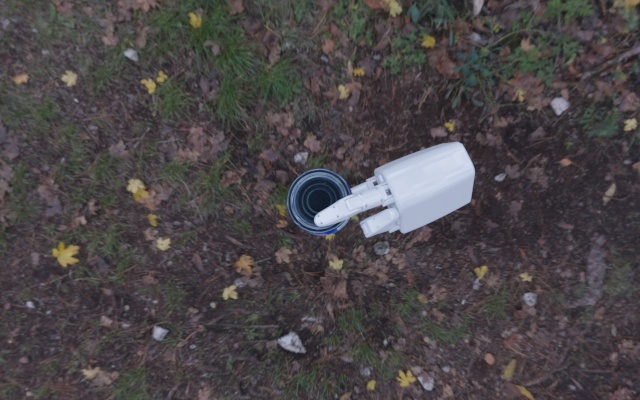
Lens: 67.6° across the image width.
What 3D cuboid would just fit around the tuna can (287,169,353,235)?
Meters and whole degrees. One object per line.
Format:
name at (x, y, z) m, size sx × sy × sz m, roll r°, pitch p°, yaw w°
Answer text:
tuna can at (0.000, 0.002, 0.622) m, size 0.086 × 0.086 × 0.034 m, roll 0°, pitch -7°, yaw 7°
